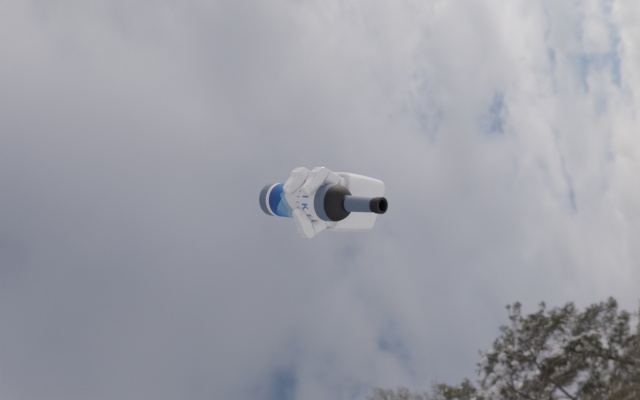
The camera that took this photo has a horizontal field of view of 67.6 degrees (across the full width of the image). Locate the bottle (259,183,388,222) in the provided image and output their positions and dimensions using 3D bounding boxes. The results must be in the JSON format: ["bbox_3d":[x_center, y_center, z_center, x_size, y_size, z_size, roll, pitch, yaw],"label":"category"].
[{"bbox_3d":[0.000,0.003,0.863,0.069,0.069,0.295,0,2,-42],"label":"bottle"}]
